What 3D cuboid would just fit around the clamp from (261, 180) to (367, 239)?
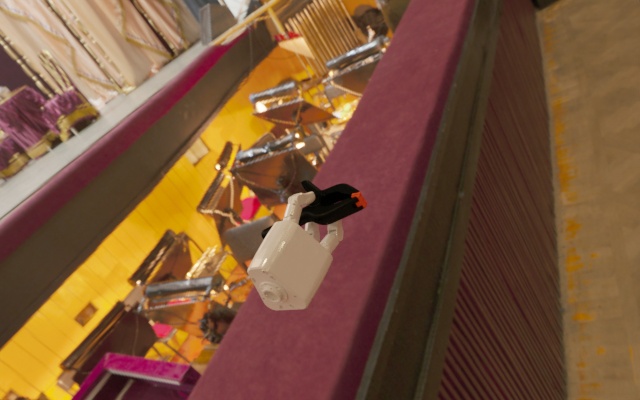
[{"bbox_3d":[0.000,0.002,0.883,0.210,0.036,0.164,-13,34,38],"label":"clamp"}]
